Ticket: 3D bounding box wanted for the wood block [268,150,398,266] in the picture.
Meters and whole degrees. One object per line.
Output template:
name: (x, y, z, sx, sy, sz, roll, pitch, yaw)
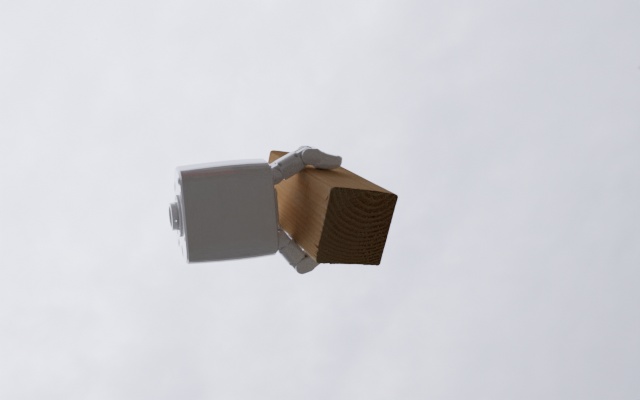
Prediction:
wood block: (0.000, 0.002, 0.623, 0.090, 0.091, 0.206, 6, 14, -27)
